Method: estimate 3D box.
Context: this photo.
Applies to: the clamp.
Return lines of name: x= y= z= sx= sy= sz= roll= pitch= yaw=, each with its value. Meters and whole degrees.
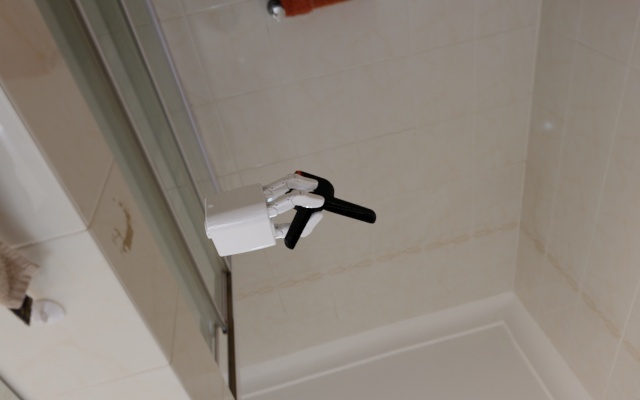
clamp: x=0.000 y=0.003 z=0.879 sx=0.164 sy=0.036 sz=0.209 roll=-12 pitch=35 yaw=-7
